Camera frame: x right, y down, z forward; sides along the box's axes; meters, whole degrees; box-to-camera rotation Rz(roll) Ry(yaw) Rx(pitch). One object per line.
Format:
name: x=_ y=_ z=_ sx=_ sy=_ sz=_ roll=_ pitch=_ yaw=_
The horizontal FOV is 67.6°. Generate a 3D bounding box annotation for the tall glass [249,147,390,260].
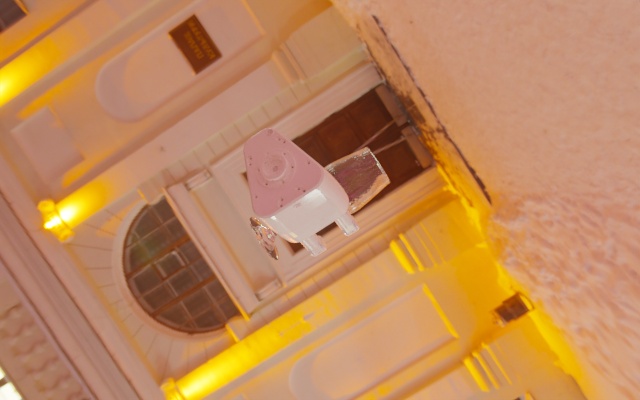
tall glass: x=0.000 y=0.003 z=0.692 sx=0.201 sy=0.079 sz=0.079 roll=-33 pitch=-3 yaw=5
